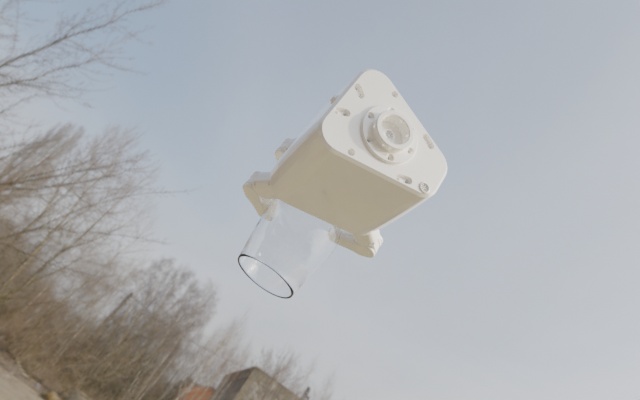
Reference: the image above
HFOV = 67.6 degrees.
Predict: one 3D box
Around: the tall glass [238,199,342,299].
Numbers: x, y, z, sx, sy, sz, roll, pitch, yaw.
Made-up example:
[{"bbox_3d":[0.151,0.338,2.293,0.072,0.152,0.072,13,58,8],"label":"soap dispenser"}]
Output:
[{"bbox_3d":[0.000,0.001,0.488,0.079,0.079,0.201,0,44,47],"label":"tall glass"}]
